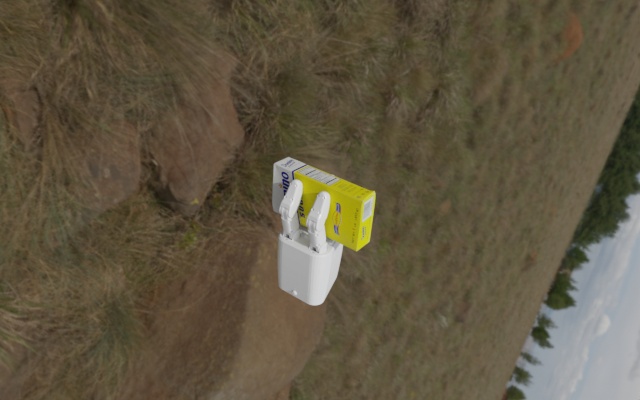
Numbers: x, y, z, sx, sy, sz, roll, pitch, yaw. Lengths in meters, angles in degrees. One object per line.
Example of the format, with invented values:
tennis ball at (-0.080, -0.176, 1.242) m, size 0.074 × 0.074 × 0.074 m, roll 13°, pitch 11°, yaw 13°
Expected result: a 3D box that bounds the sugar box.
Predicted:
sugar box at (0.000, 0.003, 0.764) m, size 0.176 × 0.093 × 0.048 m, roll 22°, pitch 33°, yaw 28°
